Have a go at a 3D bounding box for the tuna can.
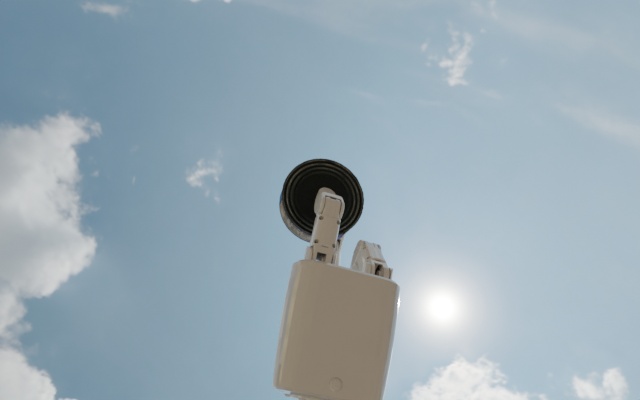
[{"bbox_3d":[0.000,0.002,0.501,0.086,0.086,0.034,0,-19,-12],"label":"tuna can"}]
